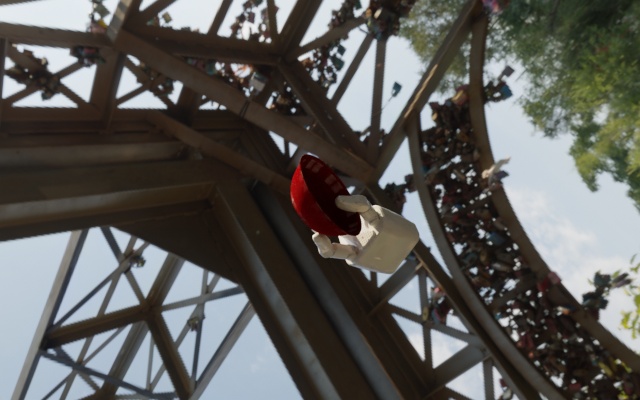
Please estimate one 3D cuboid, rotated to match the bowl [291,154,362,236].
[{"bbox_3d":[-0.001,0.002,0.805,0.055,0.162,0.162,-35,-14,21],"label":"bowl"}]
